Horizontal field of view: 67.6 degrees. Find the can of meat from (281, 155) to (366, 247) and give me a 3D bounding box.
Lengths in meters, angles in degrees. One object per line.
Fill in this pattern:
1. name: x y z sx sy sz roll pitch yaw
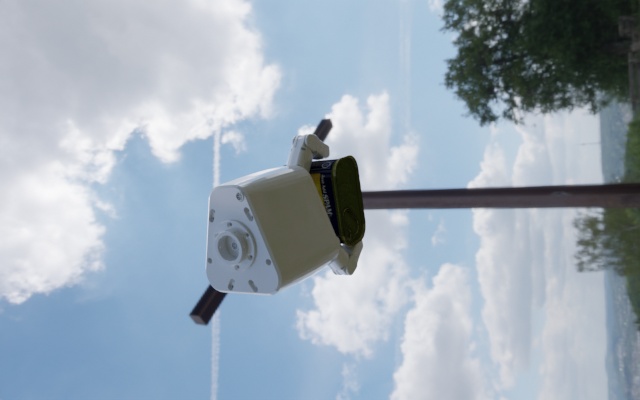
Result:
1. can of meat: 0.000 0.002 0.564 0.084 0.102 0.057 -2 12 31
